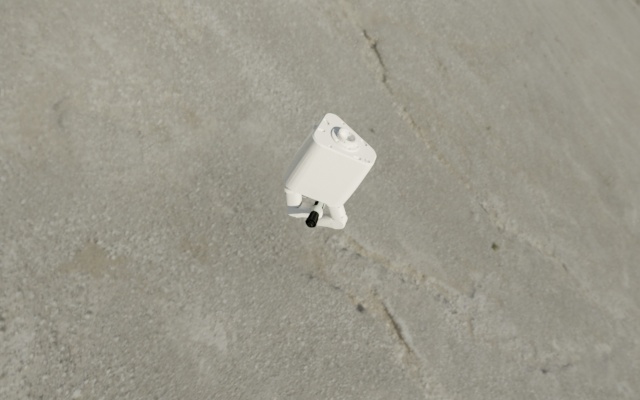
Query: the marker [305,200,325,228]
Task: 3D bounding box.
[{"bbox_3d":[0.000,0.003,0.789,0.020,0.020,0.121,0,37,21],"label":"marker"}]
